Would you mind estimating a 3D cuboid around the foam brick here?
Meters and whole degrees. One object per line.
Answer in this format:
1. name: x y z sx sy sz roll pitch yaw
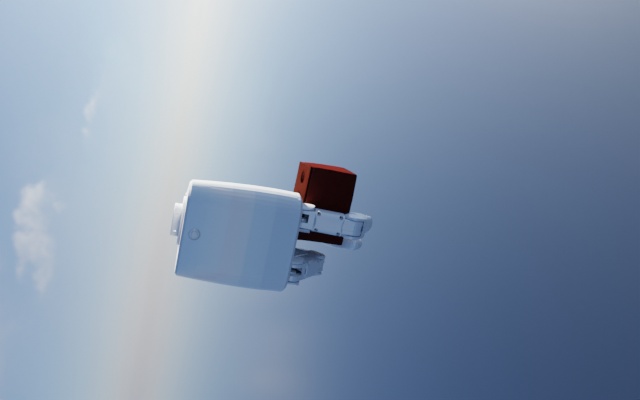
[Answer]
1. foam brick: 0.000 0.001 0.503 0.051 0.078 0.053 10 8 -15
